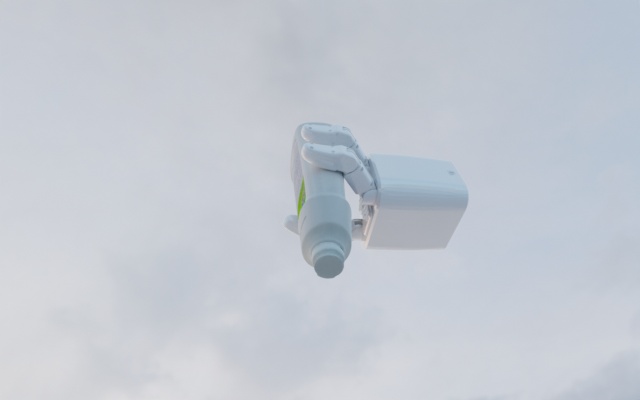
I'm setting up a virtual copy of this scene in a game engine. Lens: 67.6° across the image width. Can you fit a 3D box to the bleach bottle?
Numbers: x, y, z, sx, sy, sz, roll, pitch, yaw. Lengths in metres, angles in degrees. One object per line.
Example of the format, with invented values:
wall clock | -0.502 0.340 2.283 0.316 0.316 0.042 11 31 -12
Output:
bleach bottle | 0.000 0.002 0.549 0.068 0.103 0.250 2 32 -5
